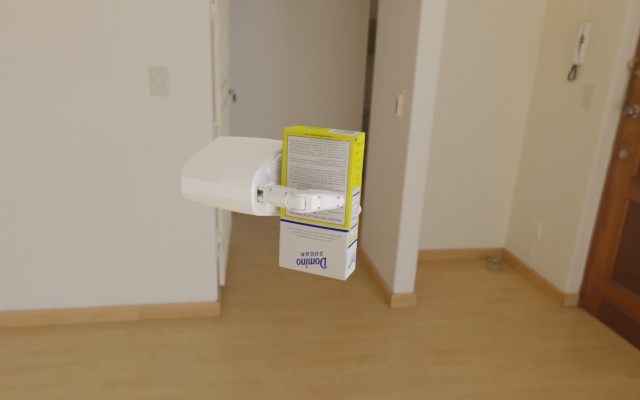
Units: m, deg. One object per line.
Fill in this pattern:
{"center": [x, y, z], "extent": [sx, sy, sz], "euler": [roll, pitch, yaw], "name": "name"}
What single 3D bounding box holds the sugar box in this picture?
{"center": [0.000, 0.002, 0.585], "extent": [0.093, 0.176, 0.048], "euler": [10, 19, 20], "name": "sugar box"}
